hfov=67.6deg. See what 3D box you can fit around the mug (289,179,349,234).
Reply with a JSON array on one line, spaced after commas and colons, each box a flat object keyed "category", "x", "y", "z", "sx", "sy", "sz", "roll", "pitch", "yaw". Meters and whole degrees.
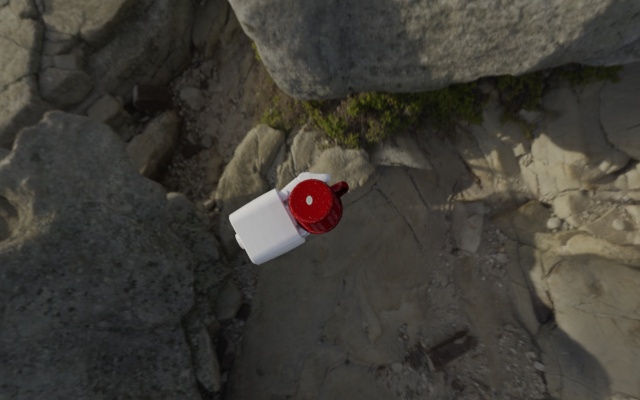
[{"category": "mug", "x": 0.001, "y": 0.002, "z": 0.858, "sx": 0.117, "sy": 0.093, "sz": 0.081, "roll": -31, "pitch": -16, "yaw": 1}]
